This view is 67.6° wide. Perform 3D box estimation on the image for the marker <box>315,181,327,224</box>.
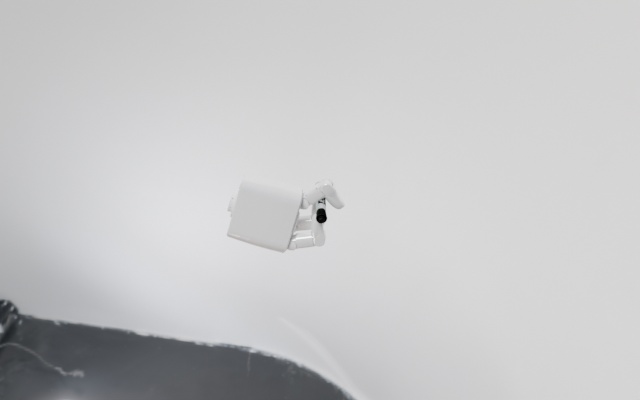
[{"bbox_3d":[0.000,0.003,0.823,0.020,0.020,0.121,0,30,-2],"label":"marker"}]
